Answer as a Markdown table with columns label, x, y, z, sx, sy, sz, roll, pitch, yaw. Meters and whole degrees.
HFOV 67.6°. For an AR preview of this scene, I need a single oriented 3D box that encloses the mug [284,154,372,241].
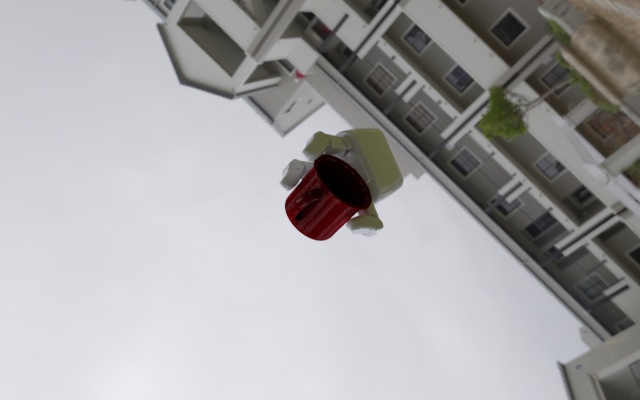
| label | x | y | z | sx | sy | sz | roll | pitch | yaw |
| --- | --- | --- | --- | --- | --- | --- | --- | --- | --- |
| mug | -0.001 | 0.003 | 0.619 | 0.081 | 0.093 | 0.117 | -47 | -14 | 31 |
